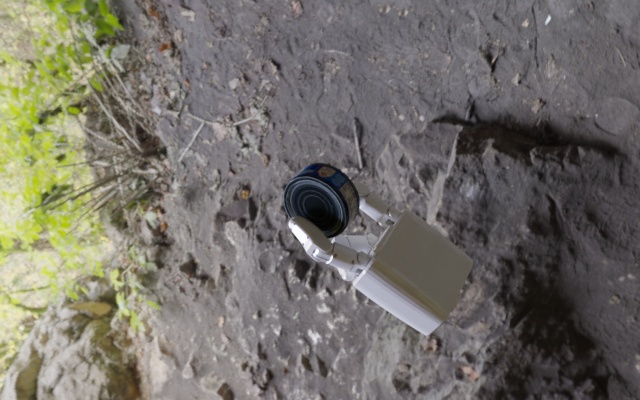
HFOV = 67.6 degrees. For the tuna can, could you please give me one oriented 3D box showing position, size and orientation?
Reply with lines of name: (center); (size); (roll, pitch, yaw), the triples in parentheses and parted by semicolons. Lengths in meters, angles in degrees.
tuna can: (0.000, 0.002, 0.554); (0.086, 0.086, 0.033); (0, 29, 33)
